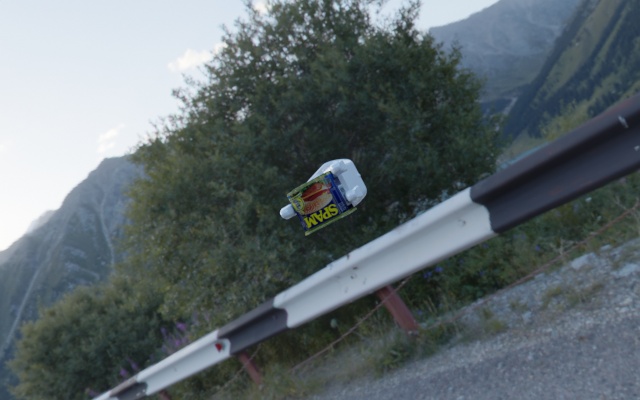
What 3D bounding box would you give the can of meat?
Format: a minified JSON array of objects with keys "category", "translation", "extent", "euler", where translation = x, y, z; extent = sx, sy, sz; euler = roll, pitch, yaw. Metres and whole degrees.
[{"category":"can of meat","translation":[0.000,0.003,0.859],"extent":[0.102,0.084,0.057],"euler":[-28,0,27]}]
